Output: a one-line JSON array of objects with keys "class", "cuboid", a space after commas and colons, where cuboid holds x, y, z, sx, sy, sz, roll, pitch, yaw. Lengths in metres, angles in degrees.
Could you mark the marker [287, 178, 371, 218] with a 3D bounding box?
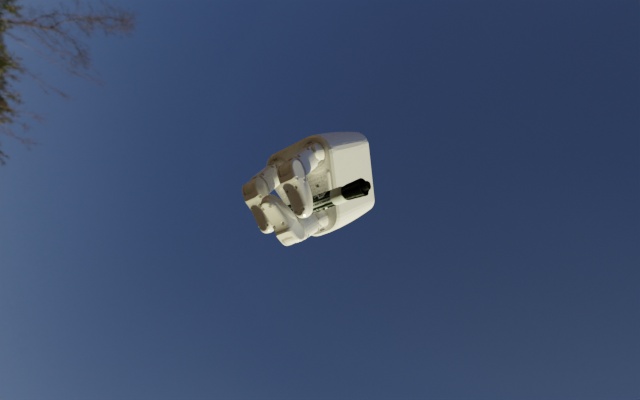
[{"class": "marker", "cuboid": [0.000, 0.002, 0.500, 0.121, 0.020, 0.020, -20, -12, 34]}]
